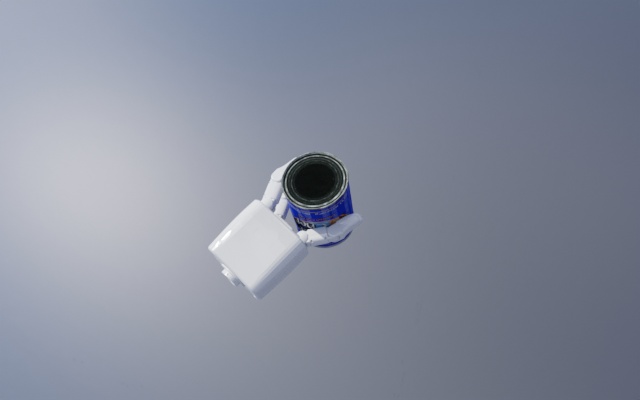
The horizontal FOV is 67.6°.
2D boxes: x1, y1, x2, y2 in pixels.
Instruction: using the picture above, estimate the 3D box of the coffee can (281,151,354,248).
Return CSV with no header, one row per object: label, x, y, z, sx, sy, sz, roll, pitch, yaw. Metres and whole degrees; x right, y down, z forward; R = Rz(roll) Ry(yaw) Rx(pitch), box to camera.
coffee can,0.000,0.003,0.772,0.103,0.102,0.140,0,-29,9
